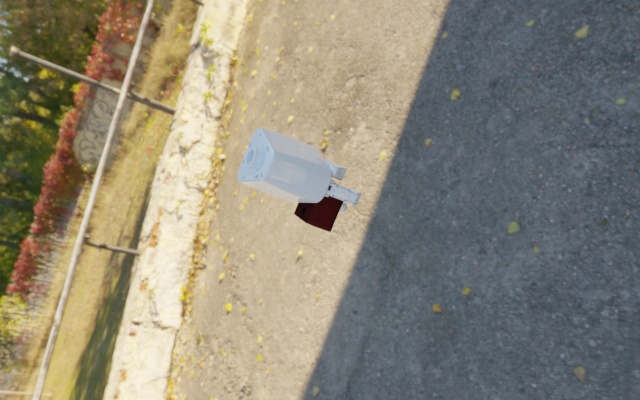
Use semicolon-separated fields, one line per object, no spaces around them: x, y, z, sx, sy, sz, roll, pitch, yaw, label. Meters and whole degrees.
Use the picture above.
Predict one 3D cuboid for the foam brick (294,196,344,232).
0.000;0.003;0.790;0.051;0.078;0.053;19;7;-32;foam brick
